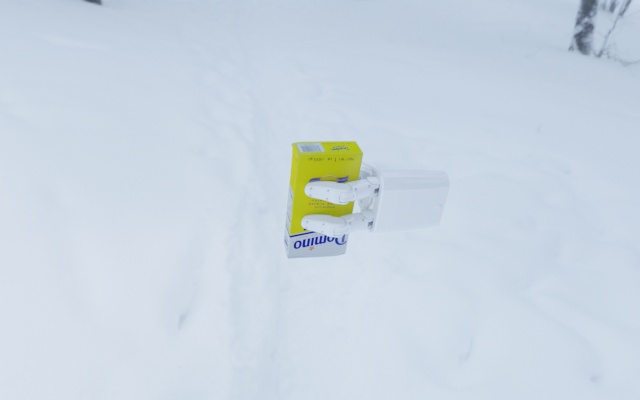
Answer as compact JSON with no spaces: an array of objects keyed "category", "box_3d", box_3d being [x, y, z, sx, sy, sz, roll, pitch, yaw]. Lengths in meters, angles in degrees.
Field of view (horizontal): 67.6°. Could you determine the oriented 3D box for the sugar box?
[{"category":"sugar box","box_3d":[0.000,0.002,0.684,0.093,0.176,0.048,-2,31,-14]}]
